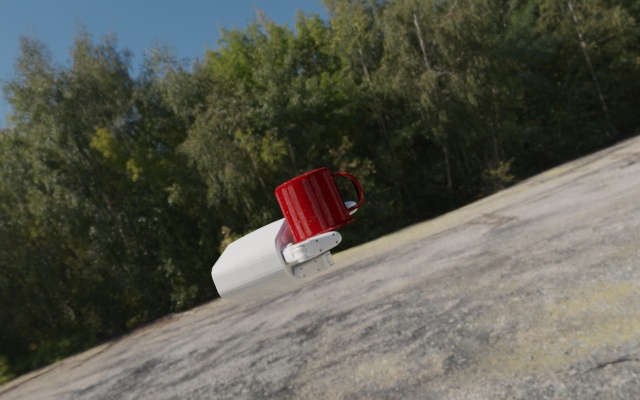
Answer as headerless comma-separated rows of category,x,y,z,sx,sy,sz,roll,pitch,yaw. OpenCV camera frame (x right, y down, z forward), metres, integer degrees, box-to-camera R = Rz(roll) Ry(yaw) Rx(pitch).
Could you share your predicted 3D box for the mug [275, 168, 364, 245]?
mug,0.001,0.001,0.646,0.117,0.081,0.093,-24,-2,12
